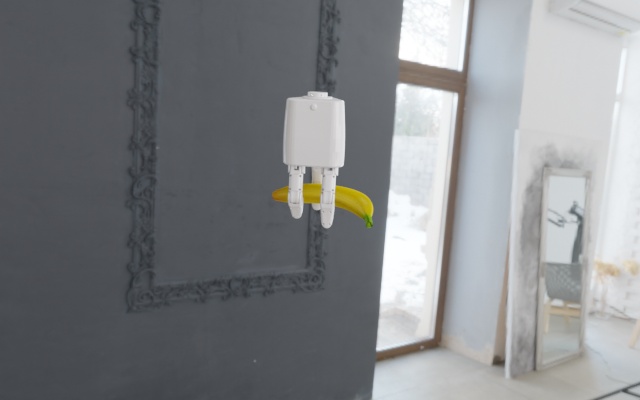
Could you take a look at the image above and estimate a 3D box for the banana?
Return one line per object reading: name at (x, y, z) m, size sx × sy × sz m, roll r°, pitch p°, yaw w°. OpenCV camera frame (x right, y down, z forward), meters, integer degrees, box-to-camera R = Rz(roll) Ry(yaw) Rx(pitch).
banana at (0.012, -0.003, 0.828) m, size 0.198 × 0.037 × 0.069 m, roll 14°, pitch 28°, yaw 27°
